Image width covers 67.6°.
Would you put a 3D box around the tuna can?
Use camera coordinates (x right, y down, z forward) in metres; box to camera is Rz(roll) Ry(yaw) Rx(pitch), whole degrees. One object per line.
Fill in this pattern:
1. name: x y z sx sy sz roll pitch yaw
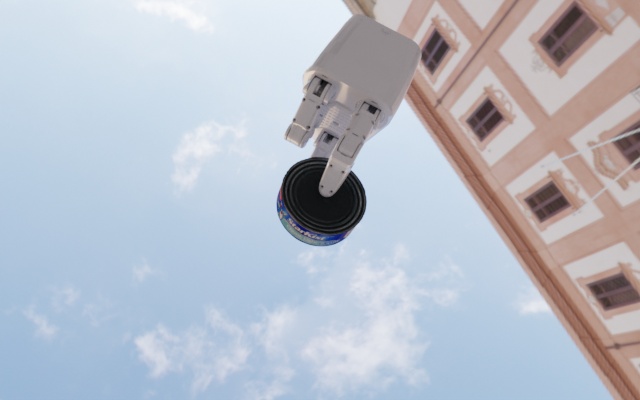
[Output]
1. tuna can: 0.000 0.002 0.473 0.086 0.086 0.034 0 -29 -18
